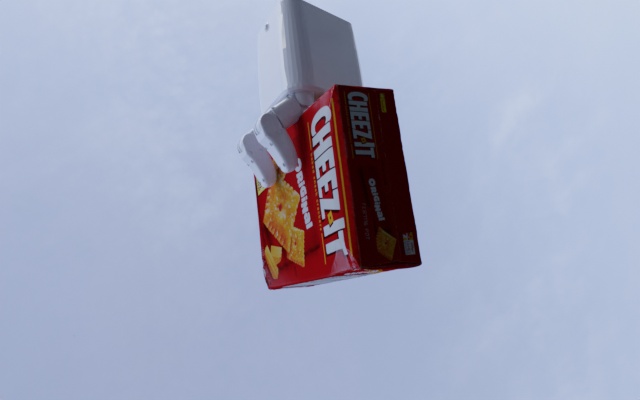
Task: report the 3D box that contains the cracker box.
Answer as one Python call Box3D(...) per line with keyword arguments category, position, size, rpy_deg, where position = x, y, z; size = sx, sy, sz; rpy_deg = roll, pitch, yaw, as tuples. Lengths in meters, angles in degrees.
Box3D(category="cracker box", position=(0.000, 0.002, 0.494), size=(0.072, 0.164, 0.214), rpy_deg=(-2, -13, -28))
